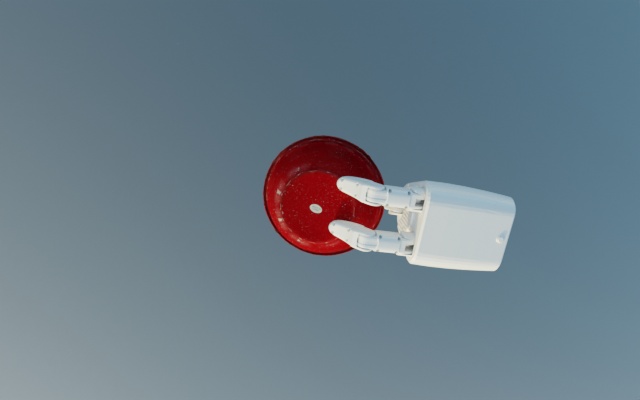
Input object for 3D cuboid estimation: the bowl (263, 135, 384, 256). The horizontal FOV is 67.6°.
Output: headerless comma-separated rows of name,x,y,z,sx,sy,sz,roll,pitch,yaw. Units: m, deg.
bowl,-0.001,0.002,0.599,0.162,0.162,0.055,0,14,9
